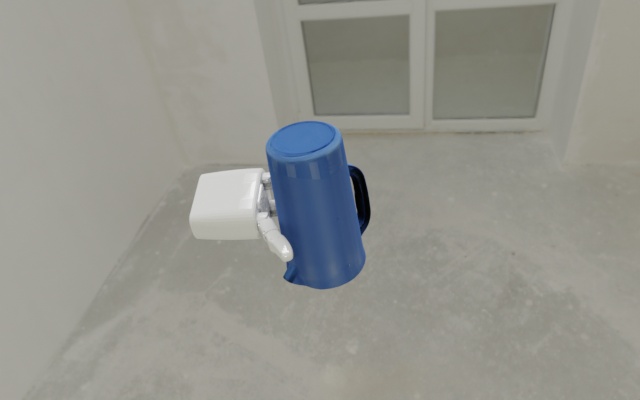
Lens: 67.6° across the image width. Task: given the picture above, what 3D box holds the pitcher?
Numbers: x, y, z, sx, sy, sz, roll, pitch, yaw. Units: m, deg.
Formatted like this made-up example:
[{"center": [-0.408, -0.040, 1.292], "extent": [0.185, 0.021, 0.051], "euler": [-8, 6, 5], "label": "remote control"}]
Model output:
[{"center": [0.000, 0.002, 0.730], "extent": [0.145, 0.243, 0.149], "euler": [-4, 37, 8], "label": "pitcher"}]
